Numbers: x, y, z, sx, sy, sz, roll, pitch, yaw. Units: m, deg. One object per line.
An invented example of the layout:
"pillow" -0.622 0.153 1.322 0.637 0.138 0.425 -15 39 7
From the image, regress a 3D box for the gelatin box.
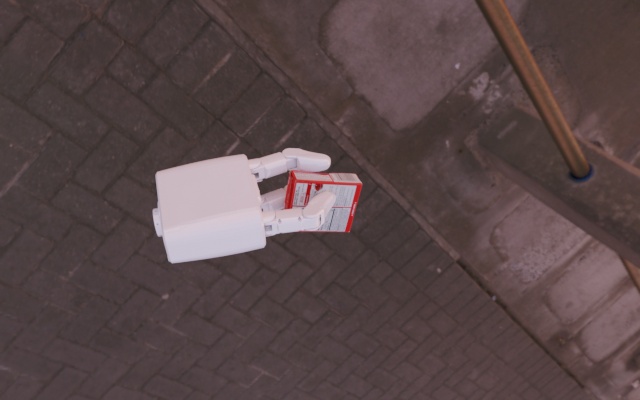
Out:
"gelatin box" 0.001 0.002 0.595 0.089 0.073 0.030 2 30 -18
